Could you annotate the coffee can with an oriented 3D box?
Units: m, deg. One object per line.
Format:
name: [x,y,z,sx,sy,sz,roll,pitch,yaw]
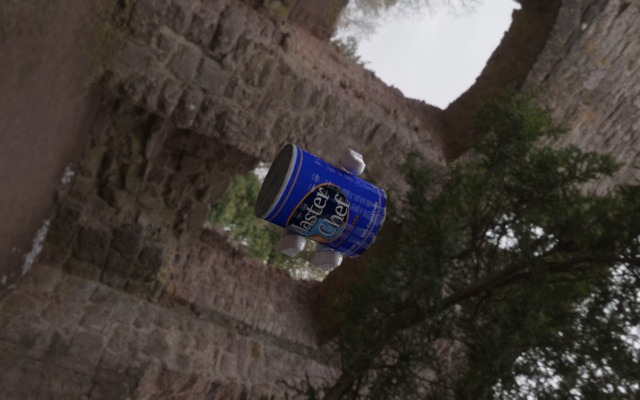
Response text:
coffee can: [0.000,0.002,0.620,0.140,0.103,0.103,25,-8,-19]
